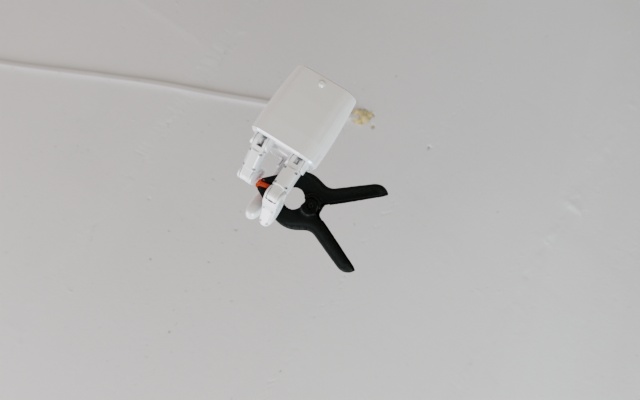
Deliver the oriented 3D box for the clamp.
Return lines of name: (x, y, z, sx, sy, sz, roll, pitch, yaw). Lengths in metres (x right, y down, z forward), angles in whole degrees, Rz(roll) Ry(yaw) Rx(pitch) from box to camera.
clamp: (0.000, 0.002, 0.628, 0.171, 0.120, 0.039, 32, -7, 10)
